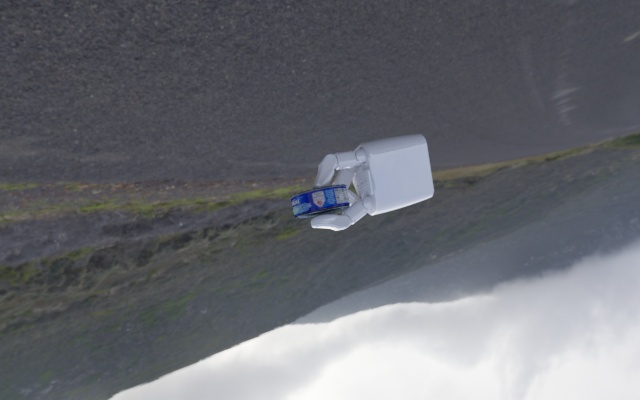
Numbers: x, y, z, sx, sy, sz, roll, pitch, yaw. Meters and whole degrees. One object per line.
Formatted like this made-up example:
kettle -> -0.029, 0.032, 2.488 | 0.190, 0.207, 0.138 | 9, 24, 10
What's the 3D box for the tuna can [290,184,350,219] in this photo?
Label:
tuna can -> 0.000, 0.003, 0.709 | 0.086, 0.033, 0.086 | -12, -6, -1
